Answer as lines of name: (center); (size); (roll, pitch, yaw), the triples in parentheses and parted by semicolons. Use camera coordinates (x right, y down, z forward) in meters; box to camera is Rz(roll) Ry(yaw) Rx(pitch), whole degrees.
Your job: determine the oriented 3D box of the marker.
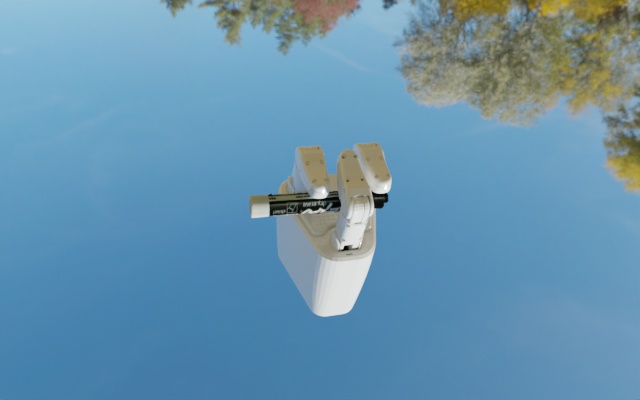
marker: (0.000, 0.001, 0.411); (0.121, 0.020, 0.020); (-4, 1, -12)
